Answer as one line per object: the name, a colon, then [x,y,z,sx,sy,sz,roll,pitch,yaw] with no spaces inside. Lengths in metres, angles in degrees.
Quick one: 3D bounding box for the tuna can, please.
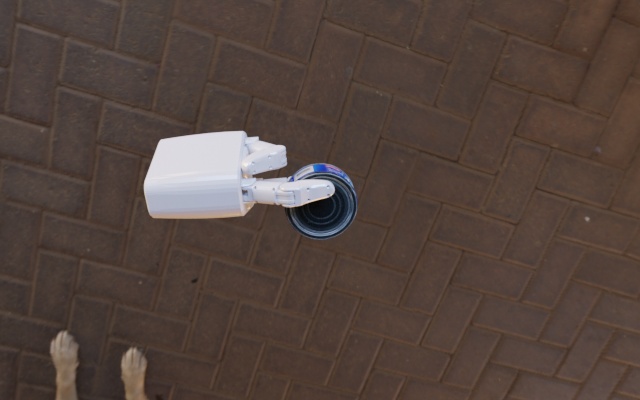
tuna can: [0.000,0.002,0.559,0.086,0.086,0.033,0,21,-5]
